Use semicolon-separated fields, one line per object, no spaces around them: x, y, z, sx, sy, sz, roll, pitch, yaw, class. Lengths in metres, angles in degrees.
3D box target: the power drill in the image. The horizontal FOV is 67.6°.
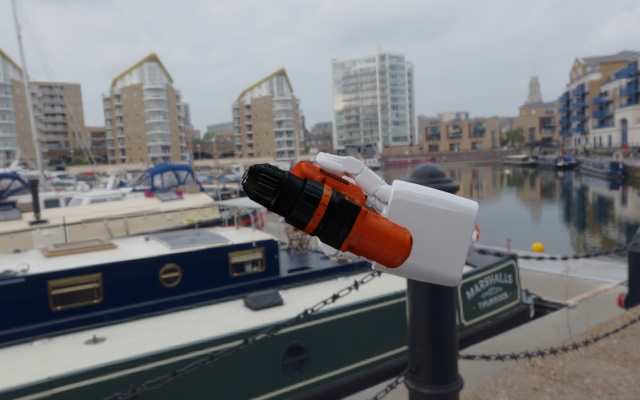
0.000;0.002;0.541;0.184;0.057;0.187;28;9;-11;power drill
